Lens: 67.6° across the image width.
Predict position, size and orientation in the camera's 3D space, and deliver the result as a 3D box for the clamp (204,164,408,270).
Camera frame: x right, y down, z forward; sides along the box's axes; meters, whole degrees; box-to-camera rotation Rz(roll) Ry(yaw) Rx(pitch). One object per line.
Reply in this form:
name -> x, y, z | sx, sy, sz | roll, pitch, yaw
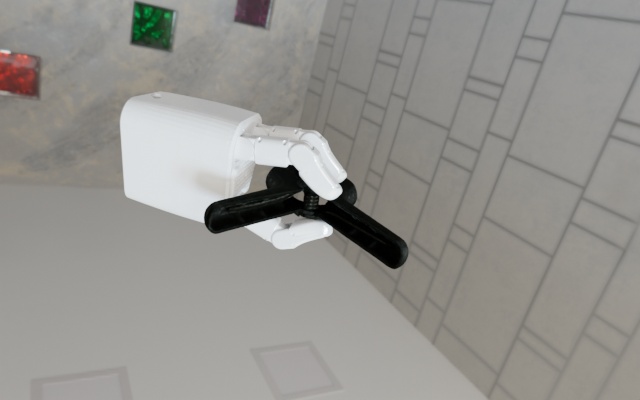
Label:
clamp -> 0.000, 0.002, 0.460 | 0.164, 0.036, 0.210 | 15, 20, 3
